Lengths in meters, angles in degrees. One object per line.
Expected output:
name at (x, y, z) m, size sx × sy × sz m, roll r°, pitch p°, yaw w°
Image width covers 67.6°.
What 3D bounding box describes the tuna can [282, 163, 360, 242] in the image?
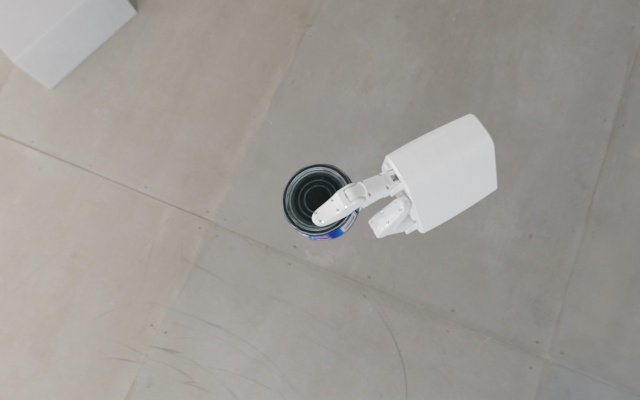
tuna can at (0.000, 0.002, 0.543) m, size 0.086 × 0.086 × 0.034 m, roll 0°, pitch -15°, yaw 14°
